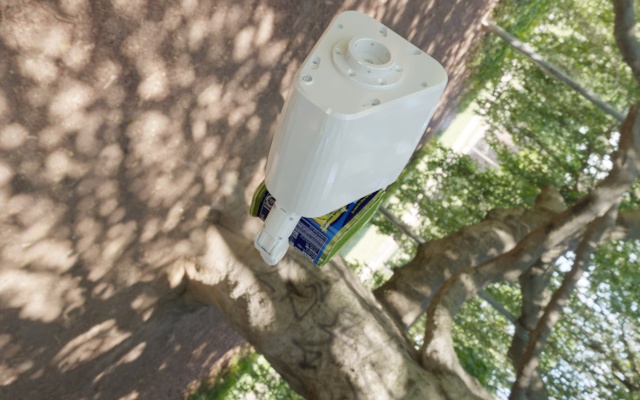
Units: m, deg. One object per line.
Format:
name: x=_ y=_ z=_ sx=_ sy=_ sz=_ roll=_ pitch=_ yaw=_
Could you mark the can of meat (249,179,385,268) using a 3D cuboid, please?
can of meat: x=0.000 y=0.002 z=0.442 sx=0.102 sy=0.084 sz=0.057 roll=-42 pitch=-16 yaw=-38
